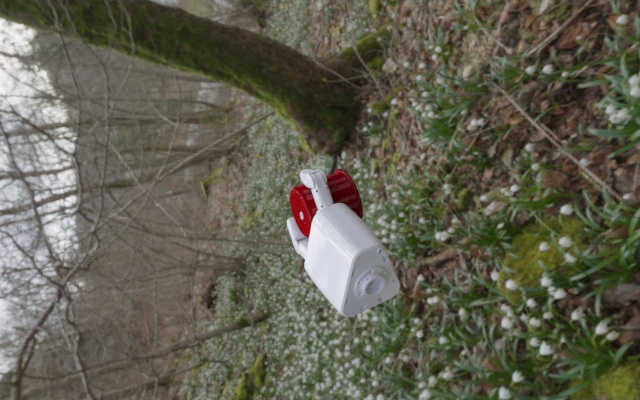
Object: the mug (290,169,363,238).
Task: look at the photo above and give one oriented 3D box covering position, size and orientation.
[{"bbox_3d":[-0.001,0.002,0.727,0.081,0.093,0.117,-19,34,-20],"label":"mug"}]
